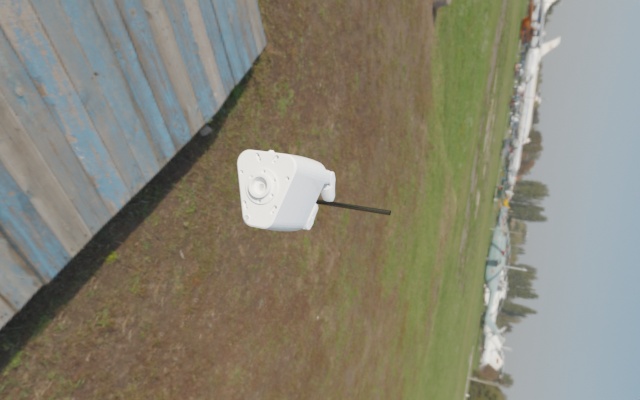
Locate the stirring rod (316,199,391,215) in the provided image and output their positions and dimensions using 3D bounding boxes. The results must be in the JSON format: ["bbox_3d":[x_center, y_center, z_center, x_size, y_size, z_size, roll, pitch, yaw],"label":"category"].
[{"bbox_3d":[0.000,0.003,0.801,0.239,0.011,0.011,9,3,22],"label":"stirring rod"}]
